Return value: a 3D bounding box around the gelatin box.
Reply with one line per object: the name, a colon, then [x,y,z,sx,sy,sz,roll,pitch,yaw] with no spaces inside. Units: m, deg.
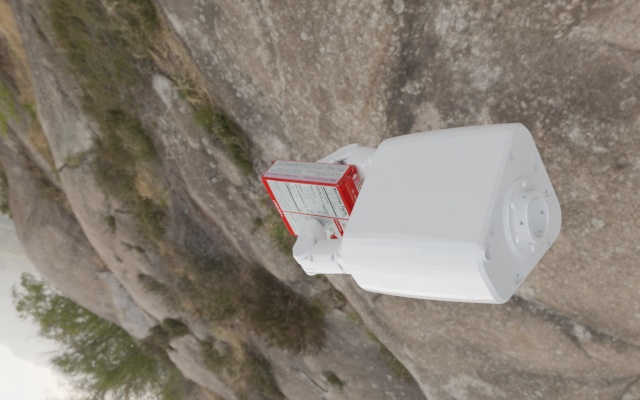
gelatin box: [0.000,0.002,0.423,0.089,0.073,0.030,6,46,36]
